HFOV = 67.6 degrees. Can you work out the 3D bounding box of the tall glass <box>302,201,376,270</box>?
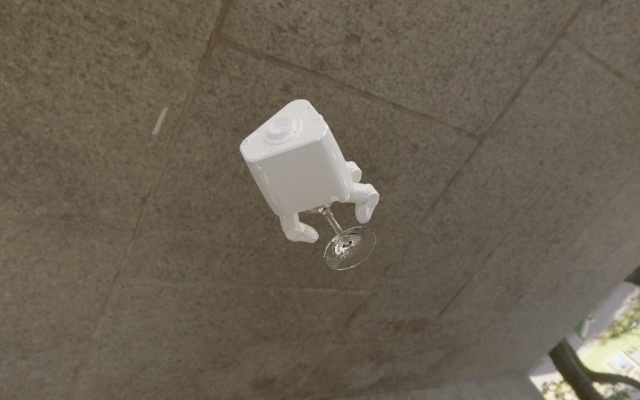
[{"bbox_3d":[0.000,0.003,0.686,0.079,0.079,0.201,0,37,-29],"label":"tall glass"}]
